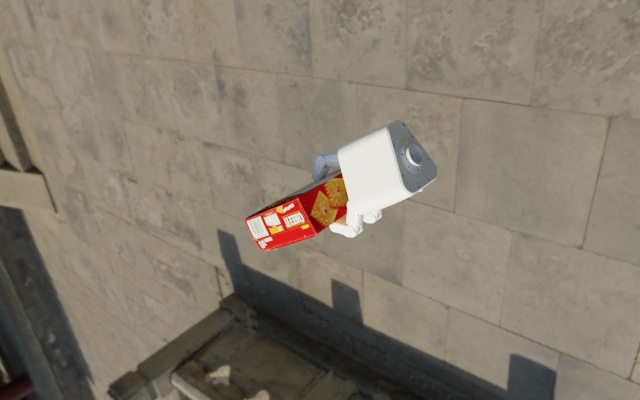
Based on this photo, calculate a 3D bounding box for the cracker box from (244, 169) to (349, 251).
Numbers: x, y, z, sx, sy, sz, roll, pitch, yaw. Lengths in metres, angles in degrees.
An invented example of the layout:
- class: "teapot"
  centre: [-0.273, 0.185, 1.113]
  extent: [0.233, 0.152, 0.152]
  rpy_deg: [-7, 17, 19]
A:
- class: "cracker box"
  centre: [0.000, 0.003, 0.826]
  extent: [0.213, 0.072, 0.164]
  rpy_deg: [-30, 6, -41]
